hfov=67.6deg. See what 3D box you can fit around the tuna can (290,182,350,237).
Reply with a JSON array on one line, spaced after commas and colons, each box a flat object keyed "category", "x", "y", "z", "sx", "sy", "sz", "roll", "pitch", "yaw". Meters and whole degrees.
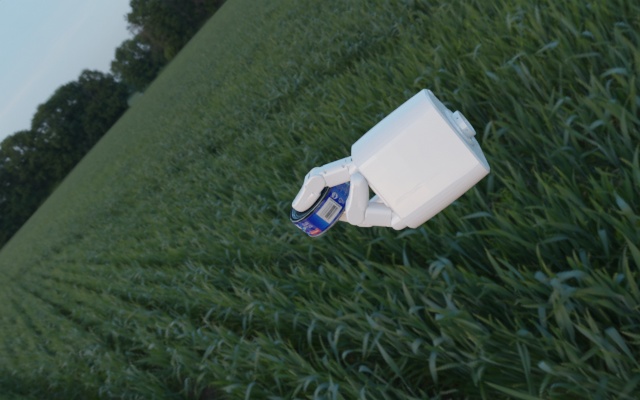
[{"category": "tuna can", "x": 0.000, "y": 0.002, "z": 0.605, "sx": 0.034, "sy": 0.086, "sz": 0.086, "roll": 38, "pitch": -15, "yaw": -20}]
